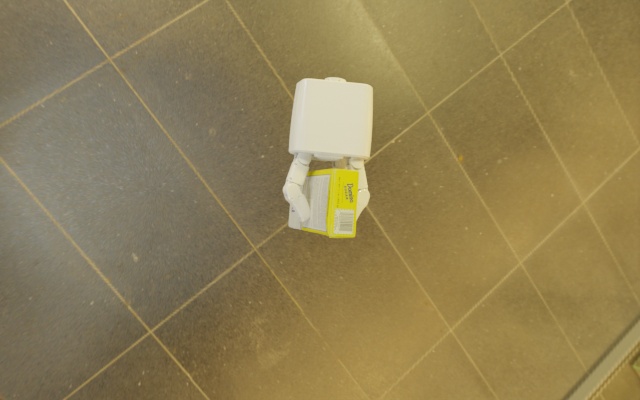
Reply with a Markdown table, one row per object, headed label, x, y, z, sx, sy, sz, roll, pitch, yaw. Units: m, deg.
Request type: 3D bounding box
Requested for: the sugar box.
| label | x | y | z | sx | sy | sz | roll | pitch | yaw |
| --- | --- | --- | --- | --- | --- | --- | --- | --- | --- |
| sugar box | 0.001 | 0.002 | 0.716 | 0.048 | 0.093 | 0.176 | 4 | 0 | -19 |
